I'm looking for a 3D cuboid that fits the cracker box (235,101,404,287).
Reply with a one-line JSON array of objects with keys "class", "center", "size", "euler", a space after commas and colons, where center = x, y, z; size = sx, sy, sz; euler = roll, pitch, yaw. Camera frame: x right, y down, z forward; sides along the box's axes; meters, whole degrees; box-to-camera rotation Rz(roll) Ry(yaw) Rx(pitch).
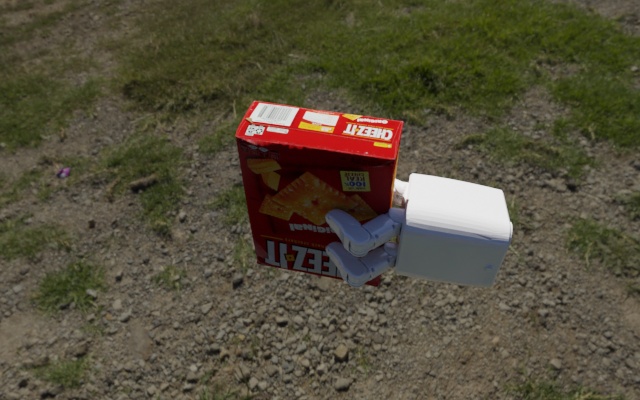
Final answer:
[{"class": "cracker box", "center": [0.000, 0.002, 0.549], "size": [0.164, 0.214, 0.072], "euler": [10, 46, 10]}]
